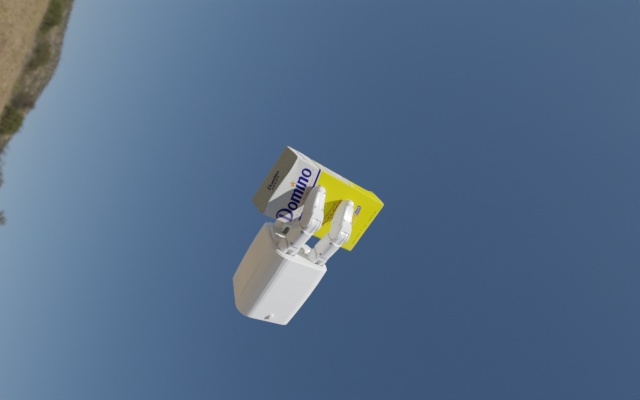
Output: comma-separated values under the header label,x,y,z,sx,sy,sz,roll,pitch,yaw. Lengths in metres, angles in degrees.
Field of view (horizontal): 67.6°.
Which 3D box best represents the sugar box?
label,x,y,z,sx,sy,sz,roll,pitch,yaw
sugar box,0.000,0.003,0.684,0.176,0.093,0.048,25,14,-39
